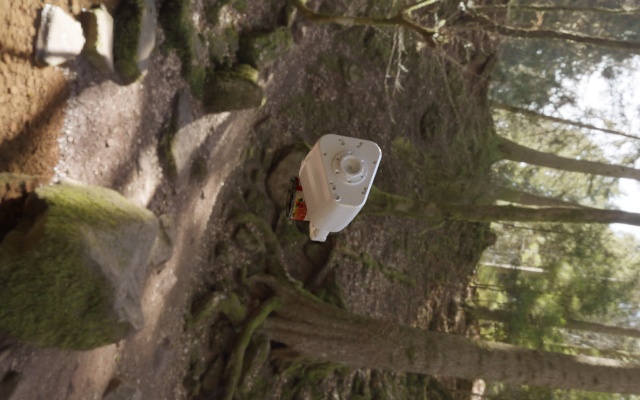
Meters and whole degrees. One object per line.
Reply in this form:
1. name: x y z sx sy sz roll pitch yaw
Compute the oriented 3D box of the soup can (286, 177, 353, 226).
1. soup can: 0.000 0.003 0.772 0.102 0.068 0.068 8 -2 -12
